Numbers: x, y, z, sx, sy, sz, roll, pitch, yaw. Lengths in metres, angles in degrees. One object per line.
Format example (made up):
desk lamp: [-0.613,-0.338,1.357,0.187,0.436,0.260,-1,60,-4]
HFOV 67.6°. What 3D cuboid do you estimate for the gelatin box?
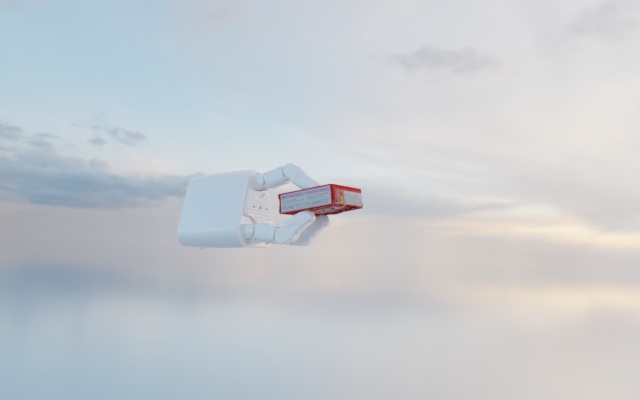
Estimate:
gelatin box: [0.000,0.002,0.633,0.089,0.030,0.073,-11,-11,34]
